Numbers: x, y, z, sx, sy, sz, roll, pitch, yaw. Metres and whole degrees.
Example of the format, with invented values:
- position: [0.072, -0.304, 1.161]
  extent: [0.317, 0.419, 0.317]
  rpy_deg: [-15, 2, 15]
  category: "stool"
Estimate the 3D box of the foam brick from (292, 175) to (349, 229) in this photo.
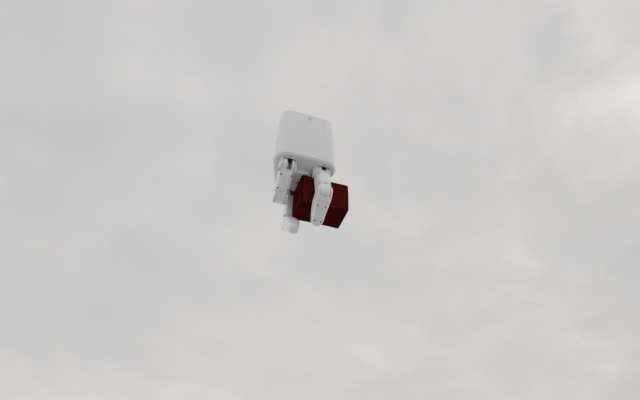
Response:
- position: [0.000, 0.003, 0.744]
  extent: [0.078, 0.051, 0.053]
  rpy_deg: [13, -41, -14]
  category: "foam brick"
